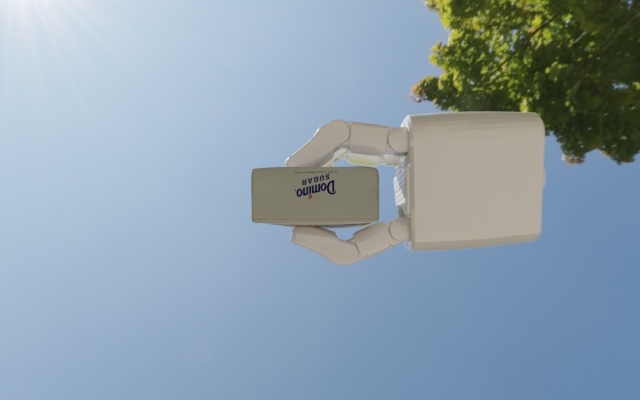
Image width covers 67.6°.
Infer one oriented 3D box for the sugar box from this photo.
[{"bbox_3d":[0.000,0.001,0.421,0.093,0.048,0.176,-1,-6,2],"label":"sugar box"}]
